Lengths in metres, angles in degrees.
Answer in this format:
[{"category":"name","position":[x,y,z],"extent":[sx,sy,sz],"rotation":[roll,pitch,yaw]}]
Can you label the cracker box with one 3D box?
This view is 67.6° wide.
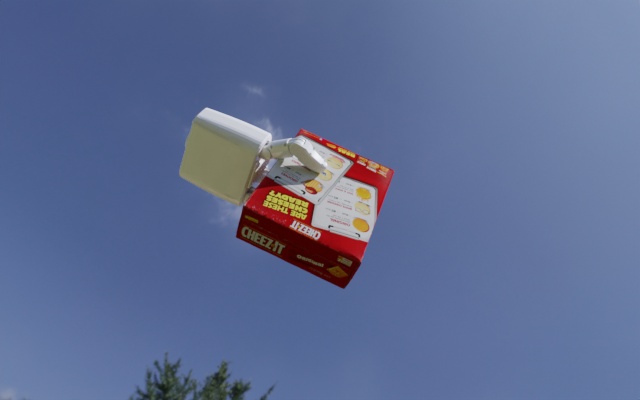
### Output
[{"category":"cracker box","position":[0.000,0.002,0.685],"extent":[0.164,0.072,0.213],"rotation":[25,41,3]}]
